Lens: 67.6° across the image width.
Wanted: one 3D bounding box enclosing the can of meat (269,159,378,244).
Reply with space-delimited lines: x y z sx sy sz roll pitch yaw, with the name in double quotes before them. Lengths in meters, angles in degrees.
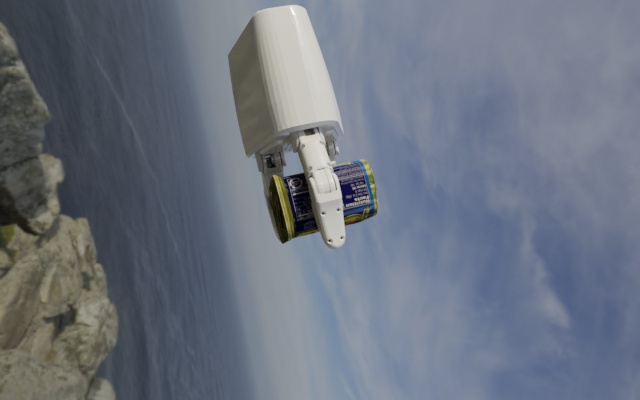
"can of meat" 0.000 0.001 0.445 0.084 0.057 0.102 -13 -5 -10
